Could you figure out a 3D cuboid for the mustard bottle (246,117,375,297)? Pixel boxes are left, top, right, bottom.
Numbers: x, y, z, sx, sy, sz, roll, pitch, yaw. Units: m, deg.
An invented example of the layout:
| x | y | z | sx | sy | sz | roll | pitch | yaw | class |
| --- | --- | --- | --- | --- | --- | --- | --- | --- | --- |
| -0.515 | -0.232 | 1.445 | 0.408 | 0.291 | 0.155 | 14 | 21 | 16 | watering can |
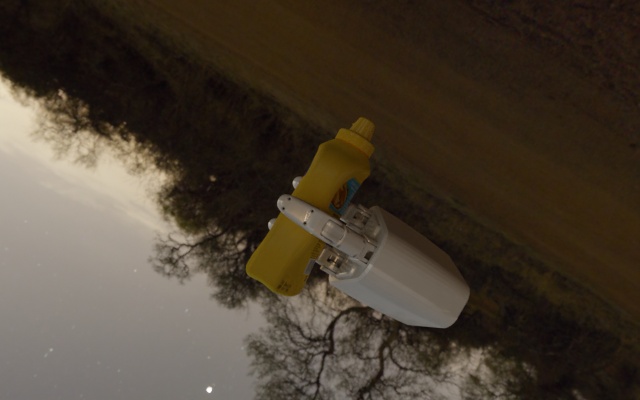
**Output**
| x | y | z | sx | sy | sz | roll | pitch | yaw | class |
| --- | --- | --- | --- | --- | --- | --- | --- | --- | --- |
| 0.000 | 0.002 | 0.483 | 0.058 | 0.191 | 0.096 | 31 | -2 | 14 | mustard bottle |
